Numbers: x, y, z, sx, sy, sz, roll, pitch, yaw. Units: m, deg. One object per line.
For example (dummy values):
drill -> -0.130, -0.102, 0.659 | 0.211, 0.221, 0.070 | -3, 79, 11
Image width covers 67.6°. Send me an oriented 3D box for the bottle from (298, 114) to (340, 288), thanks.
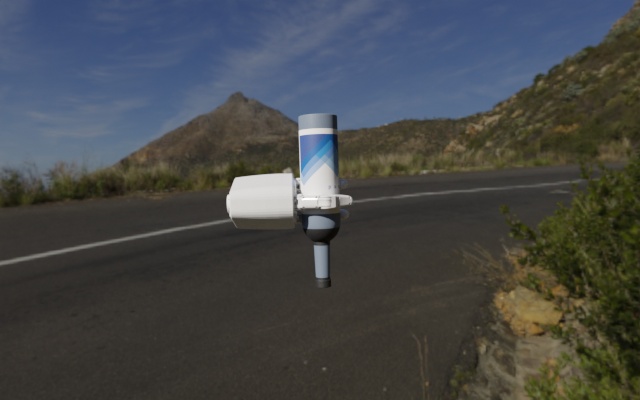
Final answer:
bottle -> 0.000, 0.002, 0.824 | 0.069, 0.296, 0.069 | -2, 2, 0
